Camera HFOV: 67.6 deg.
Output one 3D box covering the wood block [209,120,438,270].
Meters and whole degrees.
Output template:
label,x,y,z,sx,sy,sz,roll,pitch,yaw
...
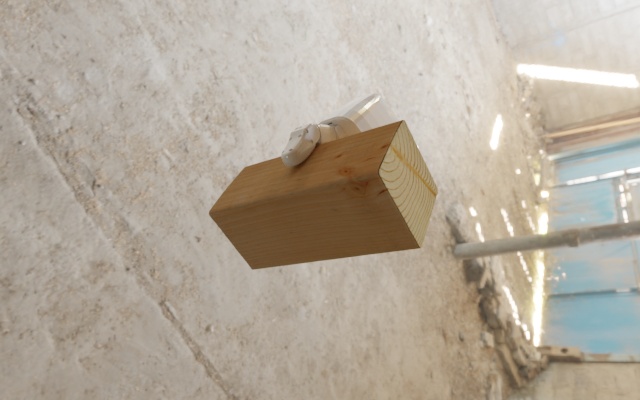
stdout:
label,x,y,z,sx,sy,sz,roll,pitch,yaw
wood block,0.000,0.001,0.491,0.206,0.091,0.090,-13,32,35
